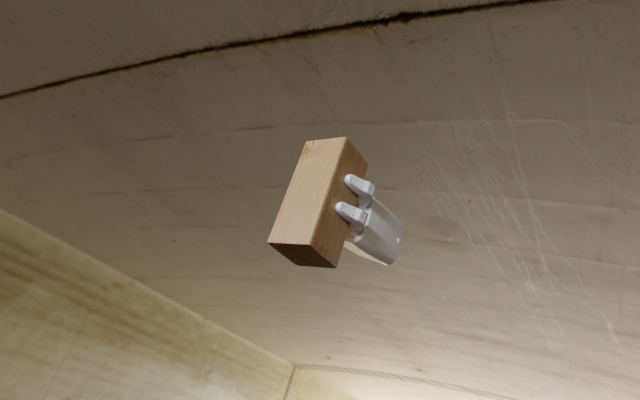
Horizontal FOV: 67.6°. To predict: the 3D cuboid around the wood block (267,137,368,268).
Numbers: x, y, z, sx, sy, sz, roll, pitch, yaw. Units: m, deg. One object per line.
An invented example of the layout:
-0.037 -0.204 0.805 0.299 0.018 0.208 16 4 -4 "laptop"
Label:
0.000 0.003 0.823 0.091 0.206 0.090 -2 -33 37 "wood block"
